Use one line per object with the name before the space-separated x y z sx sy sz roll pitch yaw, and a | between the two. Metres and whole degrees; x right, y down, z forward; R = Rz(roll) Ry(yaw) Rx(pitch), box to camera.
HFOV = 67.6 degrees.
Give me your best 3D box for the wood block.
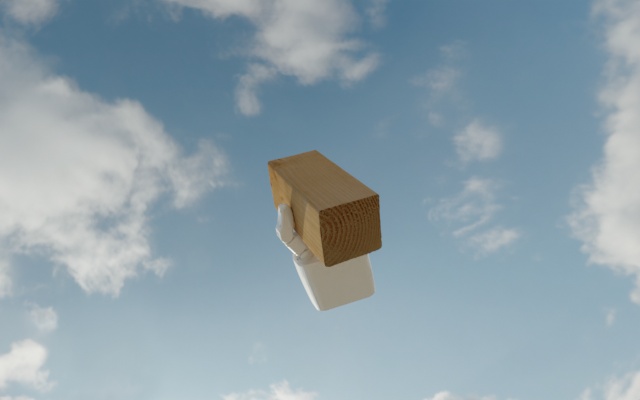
wood block | 0.000 0.003 0.720 0.091 0.090 0.206 -17 28 -19
